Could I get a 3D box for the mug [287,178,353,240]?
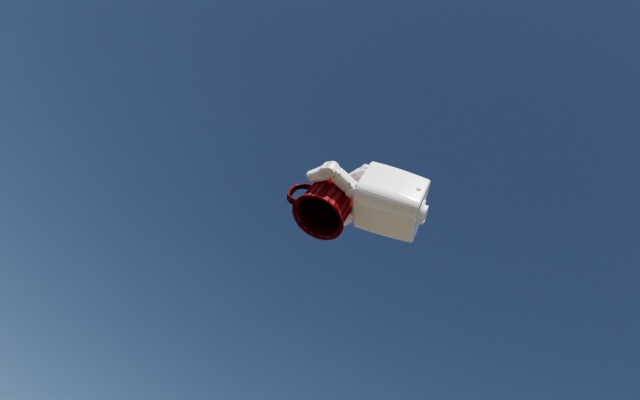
[{"bbox_3d":[-0.001,0.002,0.815,0.117,0.093,0.081,19,43,16],"label":"mug"}]
